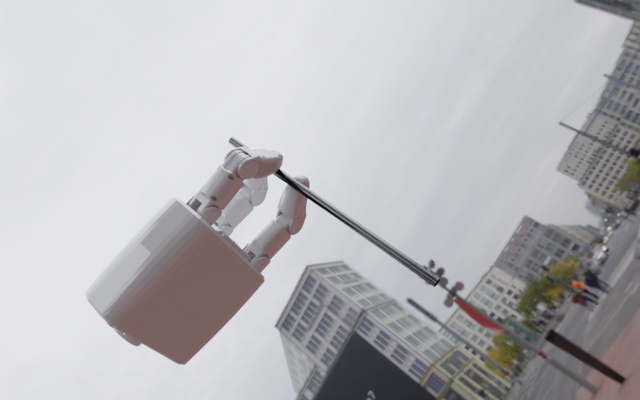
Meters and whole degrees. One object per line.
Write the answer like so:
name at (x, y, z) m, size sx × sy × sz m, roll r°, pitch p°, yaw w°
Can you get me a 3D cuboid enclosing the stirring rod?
stirring rod at (0.000, 0.001, 0.414) m, size 0.239 × 0.011 × 0.011 m, roll 35°, pitch 18°, yaw 28°
